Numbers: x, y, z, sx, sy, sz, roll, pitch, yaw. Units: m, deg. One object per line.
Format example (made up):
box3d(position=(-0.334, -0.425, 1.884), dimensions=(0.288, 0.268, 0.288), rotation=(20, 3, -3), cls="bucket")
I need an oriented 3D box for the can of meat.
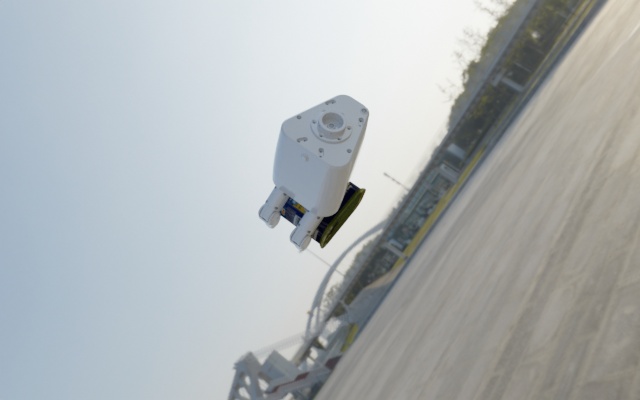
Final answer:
box3d(position=(0.000, 0.002, 0.672), dimensions=(0.084, 0.102, 0.057), rotation=(35, -27, 11), cls="can of meat")
